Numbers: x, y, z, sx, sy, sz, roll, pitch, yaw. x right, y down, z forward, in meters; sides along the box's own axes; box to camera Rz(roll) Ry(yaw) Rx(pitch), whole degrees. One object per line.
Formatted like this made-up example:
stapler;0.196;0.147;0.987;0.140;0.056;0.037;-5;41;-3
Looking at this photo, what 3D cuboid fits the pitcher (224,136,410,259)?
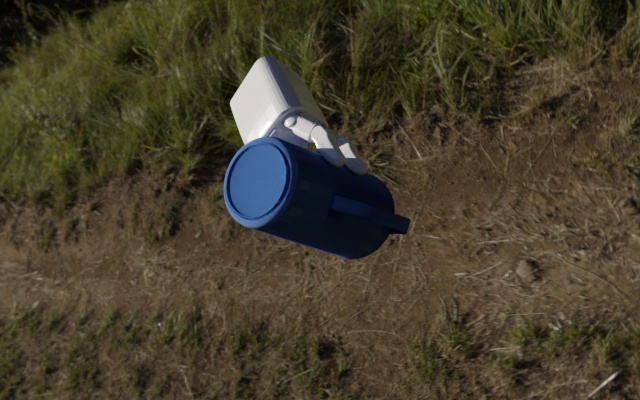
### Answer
pitcher;0.000;0.002;0.627;0.149;0.145;0.243;-35;-27;22
